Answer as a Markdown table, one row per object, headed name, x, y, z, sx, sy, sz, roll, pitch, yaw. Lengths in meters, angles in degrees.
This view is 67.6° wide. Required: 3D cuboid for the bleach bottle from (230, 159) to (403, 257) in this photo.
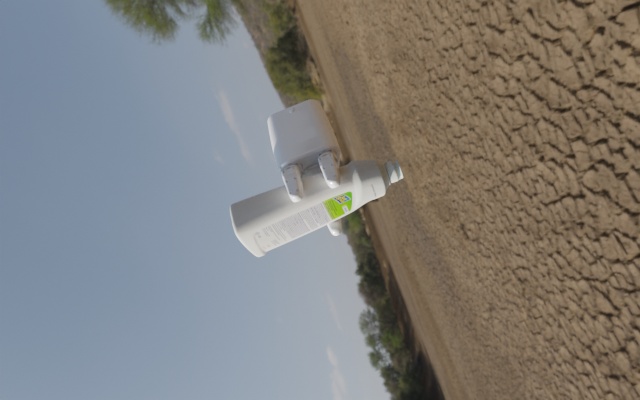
| name | x | y | z | sx | sy | sz | roll | pitch | yaw |
| --- | --- | --- | --- | --- | --- | --- | --- | --- | --- |
| bleach bottle | 0.000 | 0.002 | 0.707 | 0.251 | 0.068 | 0.103 | -21 | -30 | 5 |
